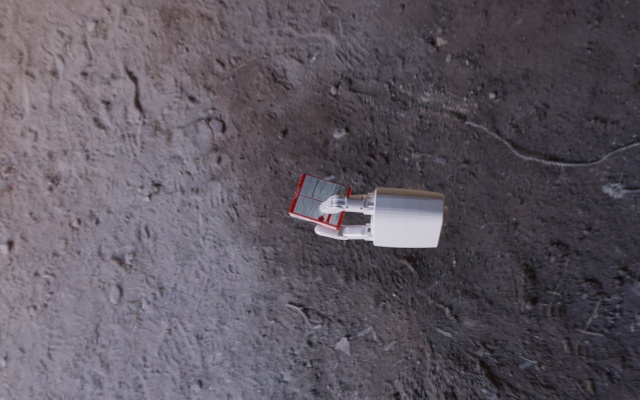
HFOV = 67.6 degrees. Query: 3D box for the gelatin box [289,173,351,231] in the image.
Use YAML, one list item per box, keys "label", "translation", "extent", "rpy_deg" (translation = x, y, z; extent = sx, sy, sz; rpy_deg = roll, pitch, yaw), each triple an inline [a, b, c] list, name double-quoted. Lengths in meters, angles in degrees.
- label: "gelatin box"
  translation: [0.000, 0.002, 0.805]
  extent: [0.089, 0.073, 0.030]
  rpy_deg: [17, -12, 7]
